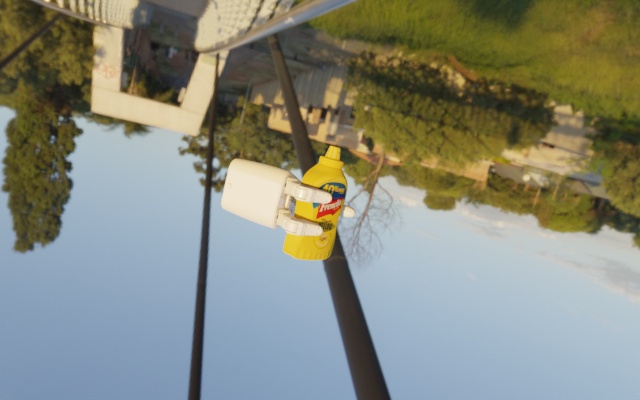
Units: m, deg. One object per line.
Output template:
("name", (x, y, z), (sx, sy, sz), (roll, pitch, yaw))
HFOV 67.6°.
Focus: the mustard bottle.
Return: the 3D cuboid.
("mustard bottle", (0.000, 0.003, 0.803), (0.096, 0.191, 0.058), (6, 12, -46))
